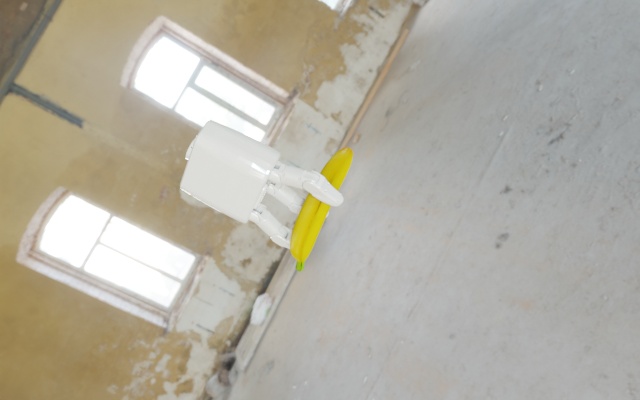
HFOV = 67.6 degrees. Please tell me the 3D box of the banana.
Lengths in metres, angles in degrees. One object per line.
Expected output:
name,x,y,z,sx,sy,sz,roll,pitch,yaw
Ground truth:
banana,-0.001,0.002,0.674,0.037,0.197,0.070,24,-11,3
